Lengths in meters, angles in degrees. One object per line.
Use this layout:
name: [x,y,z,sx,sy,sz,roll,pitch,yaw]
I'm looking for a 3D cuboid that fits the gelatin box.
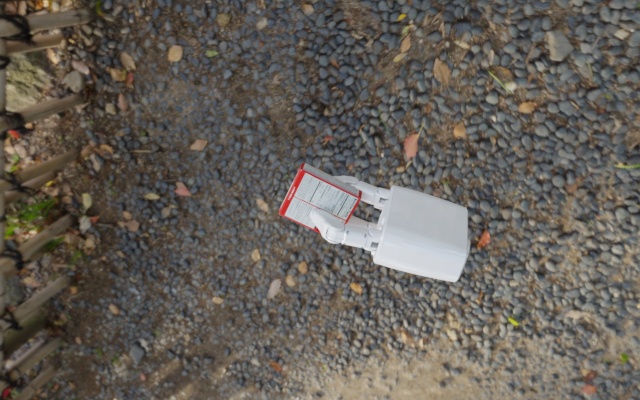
gelatin box: [0.000,0.002,0.633,0.089,0.073,0.030,25,26,-6]
